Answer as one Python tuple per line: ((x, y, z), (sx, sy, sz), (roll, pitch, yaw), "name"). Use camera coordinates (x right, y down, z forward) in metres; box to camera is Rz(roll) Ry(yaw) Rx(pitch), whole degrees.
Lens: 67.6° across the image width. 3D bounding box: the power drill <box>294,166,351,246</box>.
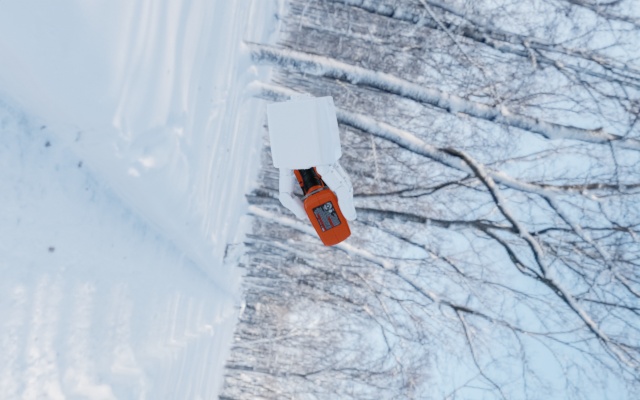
((0.000, 0.003, 0.876), (0.057, 0.184, 0.187), (-27, 30, 1), "power drill")
